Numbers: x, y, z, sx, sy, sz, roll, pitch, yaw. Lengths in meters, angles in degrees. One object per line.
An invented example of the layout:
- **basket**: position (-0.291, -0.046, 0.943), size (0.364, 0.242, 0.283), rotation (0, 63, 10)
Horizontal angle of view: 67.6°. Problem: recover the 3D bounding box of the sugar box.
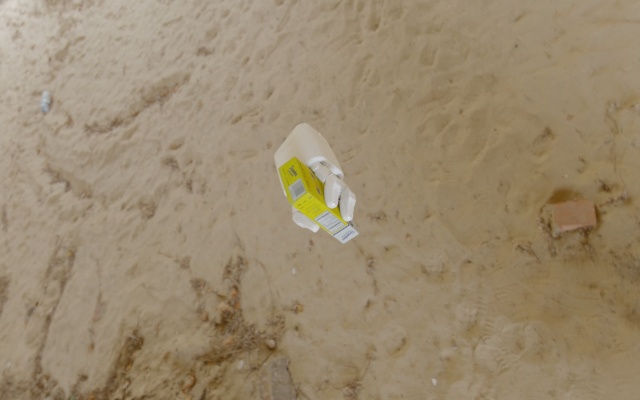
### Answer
- **sugar box**: position (0.000, 0.002, 0.866), size (0.048, 0.093, 0.176), rotation (-36, -40, 17)
